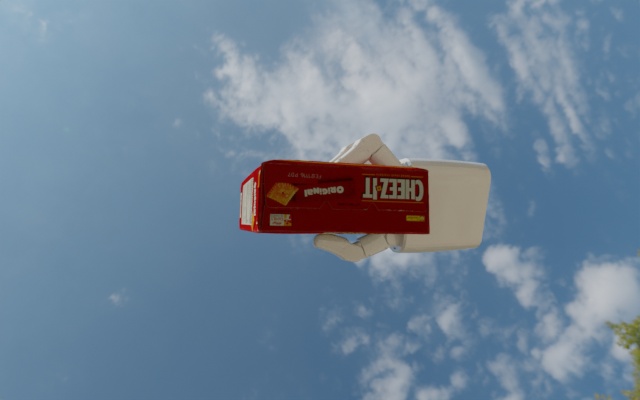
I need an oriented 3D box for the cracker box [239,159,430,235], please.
[{"bbox_3d":[0.000,0.002,0.532,0.164,0.072,0.214,1,-3,-14],"label":"cracker box"}]
